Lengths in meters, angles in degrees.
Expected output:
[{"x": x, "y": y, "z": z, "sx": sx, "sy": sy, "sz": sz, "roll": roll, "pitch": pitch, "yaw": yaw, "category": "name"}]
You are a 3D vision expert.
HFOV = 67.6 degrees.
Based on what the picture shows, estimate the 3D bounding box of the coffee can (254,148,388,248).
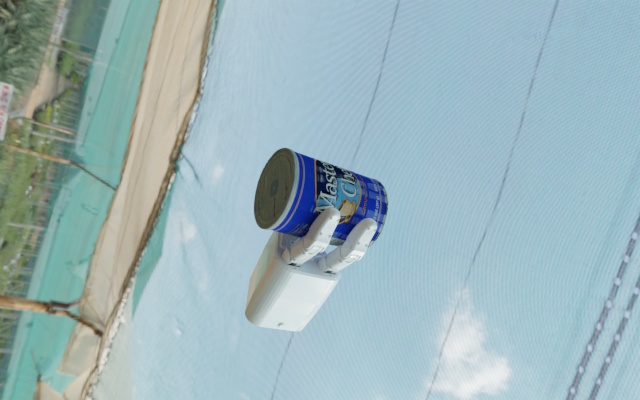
[{"x": 0.000, "y": 0.002, "z": 0.612, "sx": 0.140, "sy": 0.103, "sz": 0.103, "roll": 17, "pitch": -8, "yaw": -30, "category": "coffee can"}]
